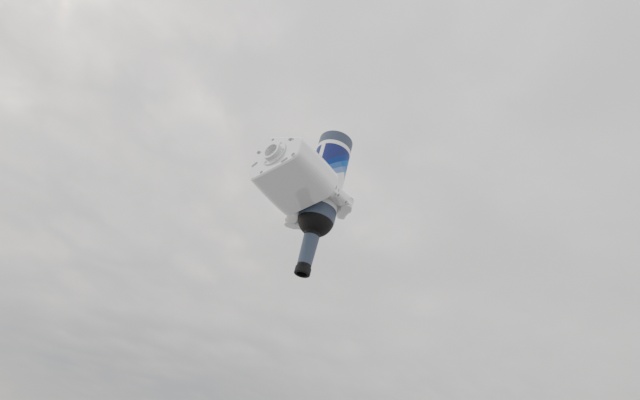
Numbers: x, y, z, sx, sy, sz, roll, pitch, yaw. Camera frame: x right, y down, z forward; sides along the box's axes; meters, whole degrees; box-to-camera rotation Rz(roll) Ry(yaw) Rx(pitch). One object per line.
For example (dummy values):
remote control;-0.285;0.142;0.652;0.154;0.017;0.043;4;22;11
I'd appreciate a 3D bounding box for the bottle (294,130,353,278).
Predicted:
bottle;0.000;0.003;0.868;0.069;0.295;0.069;10;-33;7
